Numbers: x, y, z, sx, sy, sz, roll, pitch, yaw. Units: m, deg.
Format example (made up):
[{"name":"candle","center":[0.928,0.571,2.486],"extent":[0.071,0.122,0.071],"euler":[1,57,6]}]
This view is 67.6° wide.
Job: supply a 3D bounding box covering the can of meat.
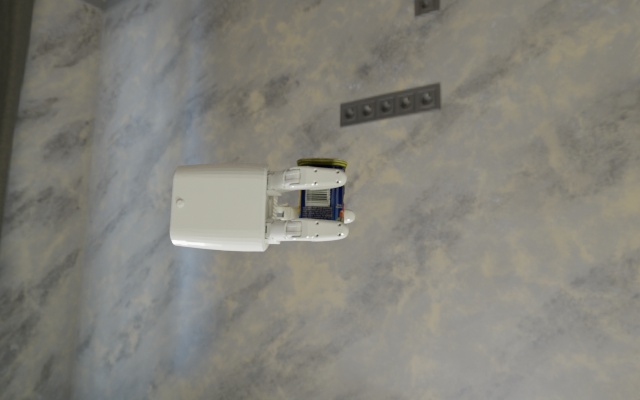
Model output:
[{"name":"can of meat","center":[0.000,0.002,0.558],"extent":[0.057,0.084,0.102],"euler":[2,-8,-1]}]
